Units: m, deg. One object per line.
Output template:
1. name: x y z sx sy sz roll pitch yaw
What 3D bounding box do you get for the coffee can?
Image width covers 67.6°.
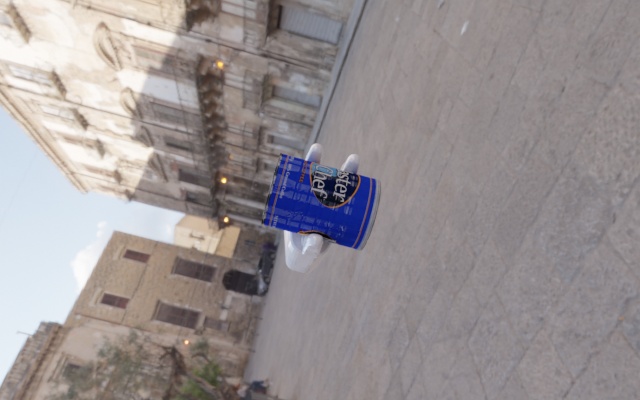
1. coffee can: 0.000 0.002 0.653 0.140 0.103 0.103 15 -1 -4
